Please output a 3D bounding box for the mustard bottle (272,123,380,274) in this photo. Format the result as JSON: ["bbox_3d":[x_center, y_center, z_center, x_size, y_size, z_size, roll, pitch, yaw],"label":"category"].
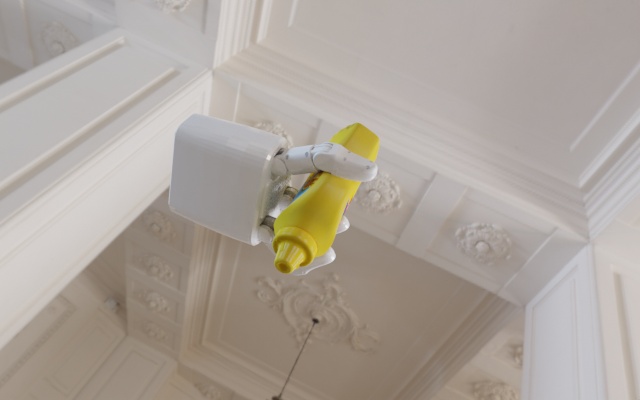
[{"bbox_3d":[0.000,0.002,0.489,0.096,0.058,0.191,-49,7,43],"label":"mustard bottle"}]
